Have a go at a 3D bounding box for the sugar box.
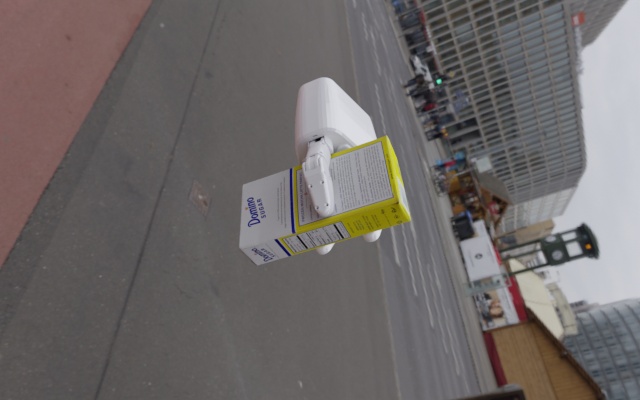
[{"bbox_3d":[0.000,0.002,0.514,0.176,0.093,0.048,-19,-42,17],"label":"sugar box"}]
